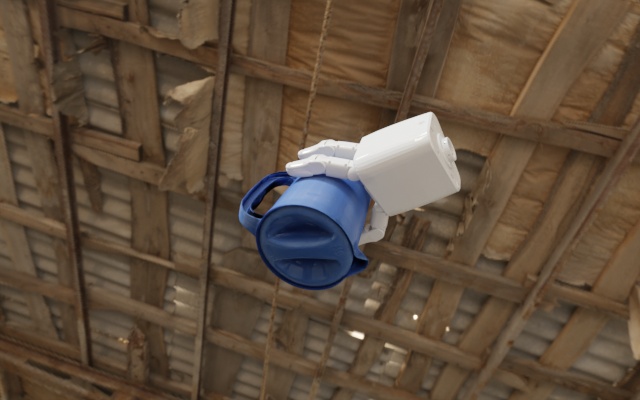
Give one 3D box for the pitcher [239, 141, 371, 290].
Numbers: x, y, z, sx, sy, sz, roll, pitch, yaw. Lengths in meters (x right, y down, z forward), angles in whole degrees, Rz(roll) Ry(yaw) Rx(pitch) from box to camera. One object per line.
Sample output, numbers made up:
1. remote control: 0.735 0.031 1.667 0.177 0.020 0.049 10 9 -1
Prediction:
1. pitcher: 0.000 0.002 0.704 0.145 0.149 0.242 -22 21 28
